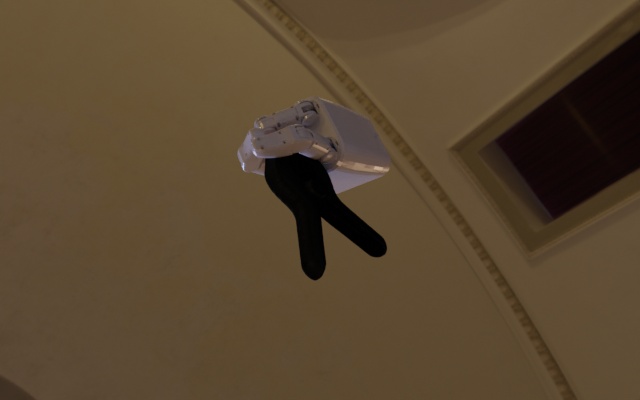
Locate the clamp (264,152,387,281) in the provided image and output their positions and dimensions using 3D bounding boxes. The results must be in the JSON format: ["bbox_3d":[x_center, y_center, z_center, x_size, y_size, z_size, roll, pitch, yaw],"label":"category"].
[{"bbox_3d":[0.000,0.002,0.500,0.039,0.171,0.120,-40,-28,31],"label":"clamp"}]
